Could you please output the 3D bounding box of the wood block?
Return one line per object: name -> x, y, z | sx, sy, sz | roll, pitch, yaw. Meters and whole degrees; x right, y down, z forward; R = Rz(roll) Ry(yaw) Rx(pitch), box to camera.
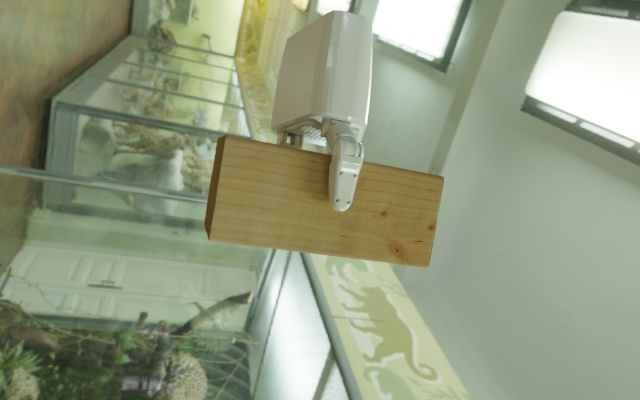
wood block -> 0.000, 0.001, 0.460 | 0.206, 0.090, 0.091 | 9, 3, -16
